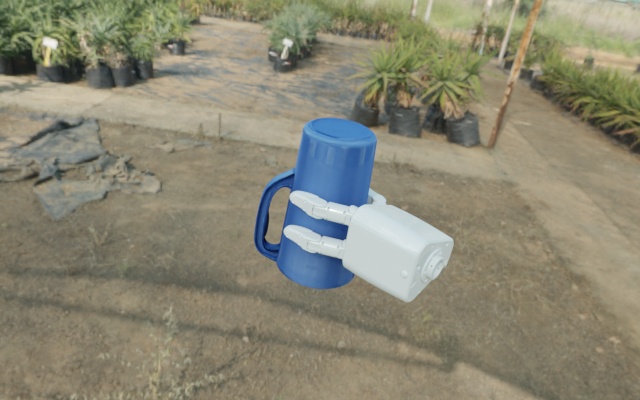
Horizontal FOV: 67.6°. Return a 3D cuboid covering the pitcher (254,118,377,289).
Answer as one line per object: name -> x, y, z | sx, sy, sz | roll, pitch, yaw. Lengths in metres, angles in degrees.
pitcher -> 0.000, 0.002, 0.731 | 0.145, 0.243, 0.149 | 31, 33, 36
